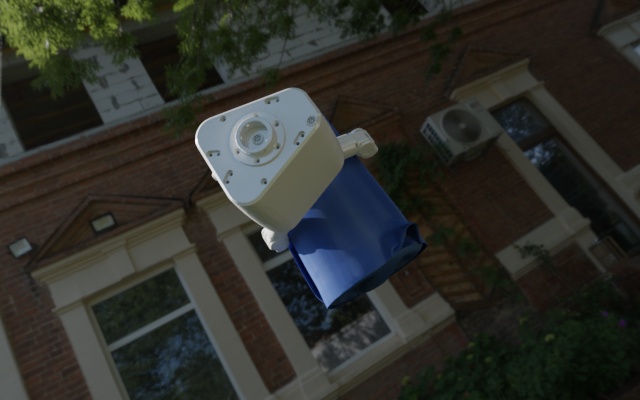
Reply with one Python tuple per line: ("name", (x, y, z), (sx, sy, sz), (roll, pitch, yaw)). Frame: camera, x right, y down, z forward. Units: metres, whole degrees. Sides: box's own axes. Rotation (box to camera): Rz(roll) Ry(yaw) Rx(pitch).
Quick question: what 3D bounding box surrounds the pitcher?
("pitcher", (0.000, 0.002, 0.577), (0.149, 0.242, 0.145), (-34, -18, 3))
